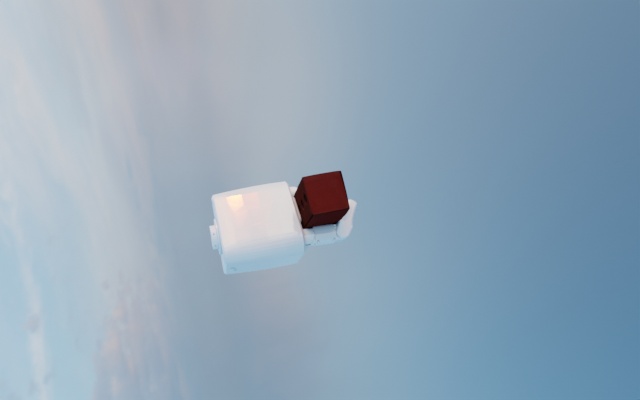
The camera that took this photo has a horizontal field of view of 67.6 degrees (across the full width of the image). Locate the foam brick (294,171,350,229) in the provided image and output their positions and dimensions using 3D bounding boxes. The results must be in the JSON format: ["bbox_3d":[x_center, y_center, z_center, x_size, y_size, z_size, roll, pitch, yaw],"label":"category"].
[{"bbox_3d":[0.000,0.002,0.622,0.051,0.053,0.078,-9,-17,-15],"label":"foam brick"}]
